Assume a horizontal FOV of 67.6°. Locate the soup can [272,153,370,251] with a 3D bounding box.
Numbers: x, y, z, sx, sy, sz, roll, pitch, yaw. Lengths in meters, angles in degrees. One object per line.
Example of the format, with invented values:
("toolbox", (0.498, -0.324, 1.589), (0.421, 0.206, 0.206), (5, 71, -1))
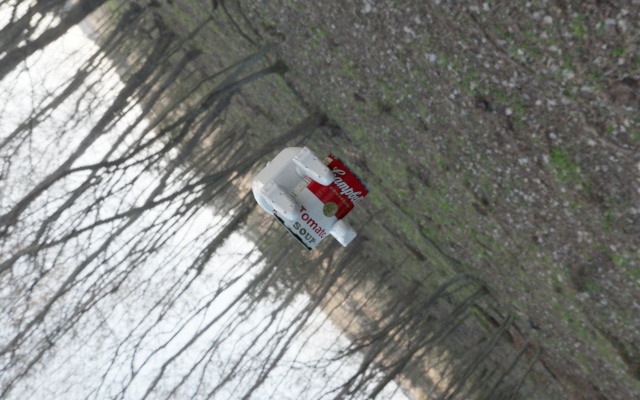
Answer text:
("soup can", (0.000, 0.002, 0.574), (0.102, 0.068, 0.068), (-45, -4, -4))
